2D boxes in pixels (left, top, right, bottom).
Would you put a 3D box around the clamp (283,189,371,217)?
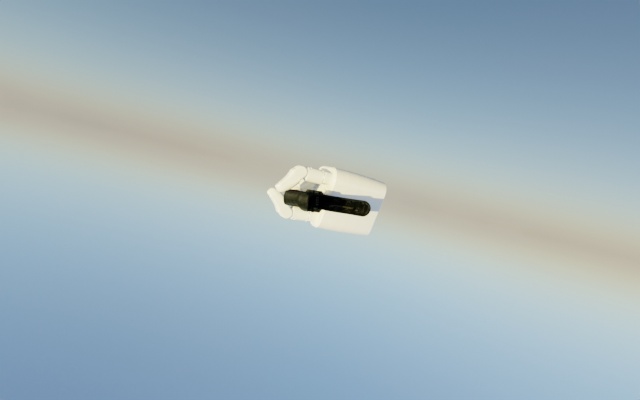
[{"bbox_3d":[0.000,0.003,0.772,0.120,0.039,0.171,13,3,-21],"label":"clamp"}]
